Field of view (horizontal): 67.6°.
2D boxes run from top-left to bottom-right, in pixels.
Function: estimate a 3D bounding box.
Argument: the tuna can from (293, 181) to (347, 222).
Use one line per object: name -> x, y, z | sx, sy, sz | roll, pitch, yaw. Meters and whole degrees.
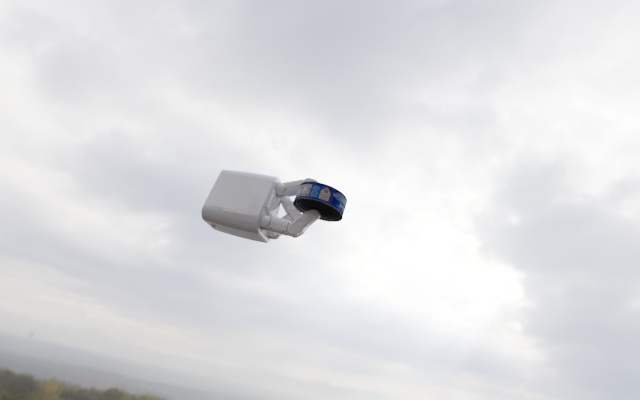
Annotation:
tuna can -> 0.000, 0.002, 0.787 | 0.086, 0.033, 0.086 | 16, -21, 6
